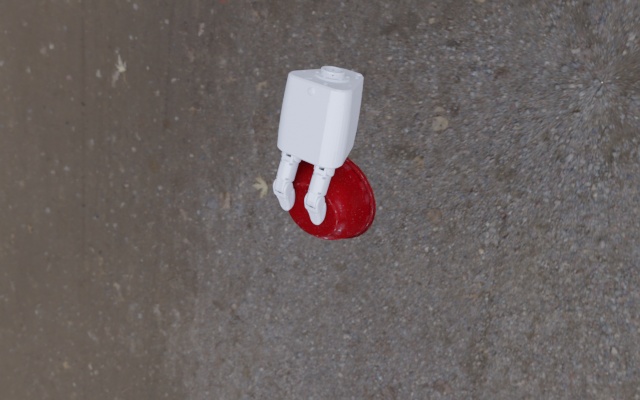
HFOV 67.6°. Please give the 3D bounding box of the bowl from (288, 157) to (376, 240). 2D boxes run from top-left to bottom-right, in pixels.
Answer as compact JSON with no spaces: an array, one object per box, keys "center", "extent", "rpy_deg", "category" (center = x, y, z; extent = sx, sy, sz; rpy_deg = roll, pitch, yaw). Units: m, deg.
[{"center":[0.000,0.004,0.722],"extent":[0.162,0.162,0.055],"rpy_deg":[0,29,38],"category":"bowl"}]
